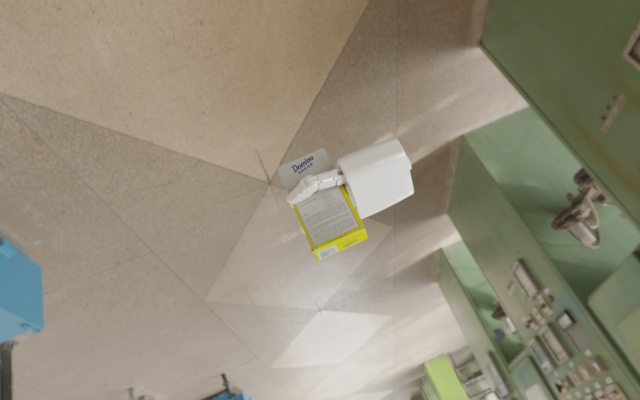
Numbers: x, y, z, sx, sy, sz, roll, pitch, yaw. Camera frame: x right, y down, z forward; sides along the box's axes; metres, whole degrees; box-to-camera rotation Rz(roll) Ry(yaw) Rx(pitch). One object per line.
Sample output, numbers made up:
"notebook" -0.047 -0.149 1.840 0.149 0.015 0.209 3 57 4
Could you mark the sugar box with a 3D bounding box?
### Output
"sugar box" 0.000 0.003 0.803 0.093 0.176 0.048 -23 -32 -2
